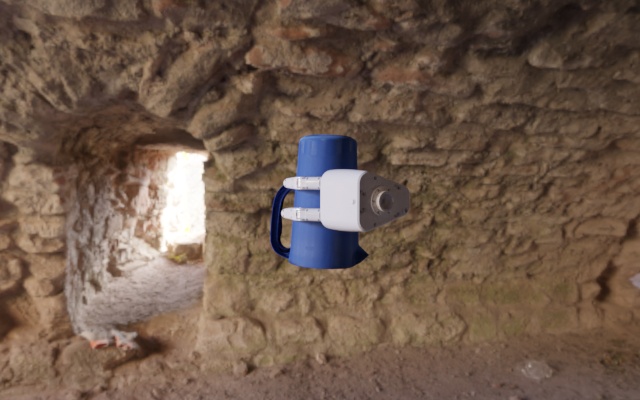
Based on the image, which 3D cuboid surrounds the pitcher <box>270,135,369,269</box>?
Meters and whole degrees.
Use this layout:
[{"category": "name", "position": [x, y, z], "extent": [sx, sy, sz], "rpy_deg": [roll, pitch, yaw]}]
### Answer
[{"category": "pitcher", "position": [0.000, 0.003, 0.894], "extent": [0.149, 0.243, 0.145], "rpy_deg": [1, 2, -31]}]
